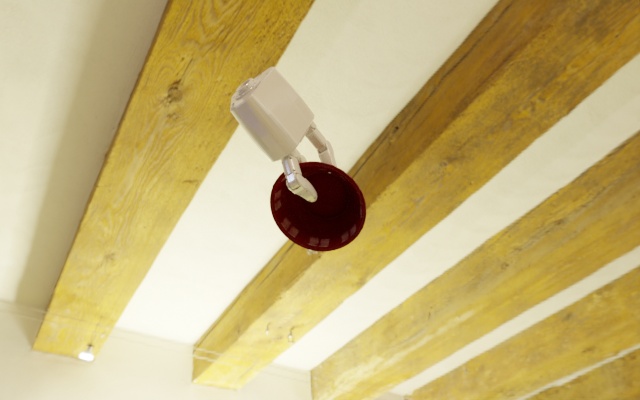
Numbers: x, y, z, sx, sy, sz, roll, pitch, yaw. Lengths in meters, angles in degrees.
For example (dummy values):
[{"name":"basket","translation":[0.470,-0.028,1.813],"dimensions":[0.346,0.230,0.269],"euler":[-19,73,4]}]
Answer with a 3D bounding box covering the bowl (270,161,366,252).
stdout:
[{"name":"bowl","translation":[0.001,0.004,0.797],"dimensions":[0.162,0.162,0.055],"euler":[0,24,15]}]
